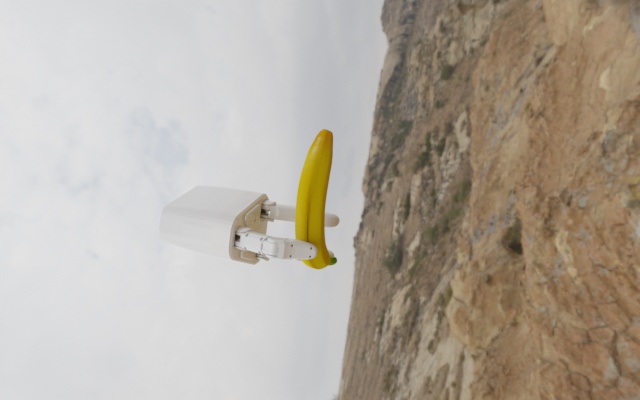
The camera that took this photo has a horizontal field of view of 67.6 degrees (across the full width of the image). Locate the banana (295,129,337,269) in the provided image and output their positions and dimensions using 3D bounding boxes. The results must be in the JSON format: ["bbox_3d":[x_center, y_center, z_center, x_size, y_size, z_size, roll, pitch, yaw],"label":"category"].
[{"bbox_3d":[-0.007,0.014,0.584,0.037,0.198,0.069,10,33,18],"label":"banana"}]
